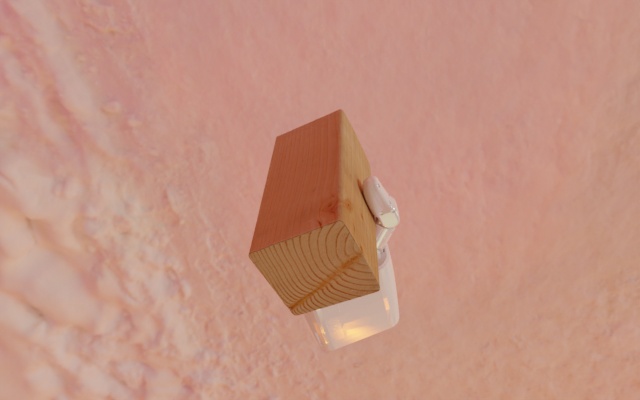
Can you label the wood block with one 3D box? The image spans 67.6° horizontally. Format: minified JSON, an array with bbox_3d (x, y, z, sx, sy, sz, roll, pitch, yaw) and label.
[{"bbox_3d":[0.001,0.002,0.496,0.091,0.090,0.206,-20,33,16],"label":"wood block"}]
